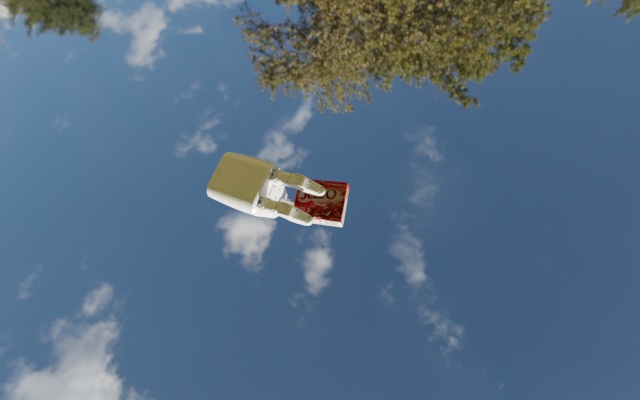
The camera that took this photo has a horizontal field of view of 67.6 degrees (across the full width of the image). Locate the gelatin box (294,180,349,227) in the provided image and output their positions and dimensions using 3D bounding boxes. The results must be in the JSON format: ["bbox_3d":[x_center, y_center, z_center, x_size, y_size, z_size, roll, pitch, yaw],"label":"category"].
[{"bbox_3d":[0.001,0.003,0.824,0.089,0.073,0.030,6,-20,13],"label":"gelatin box"}]
